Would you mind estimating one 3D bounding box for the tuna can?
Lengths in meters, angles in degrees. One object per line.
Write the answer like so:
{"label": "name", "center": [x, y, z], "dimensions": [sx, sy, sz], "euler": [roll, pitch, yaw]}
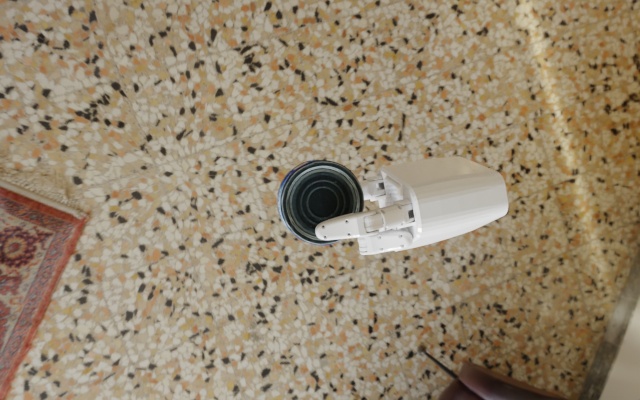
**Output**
{"label": "tuna can", "center": [0.000, 0.002, 0.481], "dimensions": [0.086, 0.086, 0.034], "euler": [0, 4, -10]}
